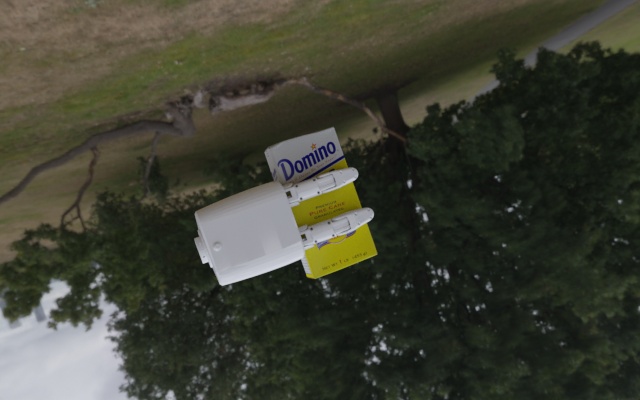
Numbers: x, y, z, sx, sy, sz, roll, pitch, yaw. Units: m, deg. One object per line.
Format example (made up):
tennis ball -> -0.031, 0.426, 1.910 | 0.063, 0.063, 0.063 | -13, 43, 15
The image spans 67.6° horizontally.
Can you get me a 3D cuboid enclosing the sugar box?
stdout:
sugar box -> 0.000, 0.002, 0.619 | 0.093, 0.176, 0.048 | -20, 2, -16
